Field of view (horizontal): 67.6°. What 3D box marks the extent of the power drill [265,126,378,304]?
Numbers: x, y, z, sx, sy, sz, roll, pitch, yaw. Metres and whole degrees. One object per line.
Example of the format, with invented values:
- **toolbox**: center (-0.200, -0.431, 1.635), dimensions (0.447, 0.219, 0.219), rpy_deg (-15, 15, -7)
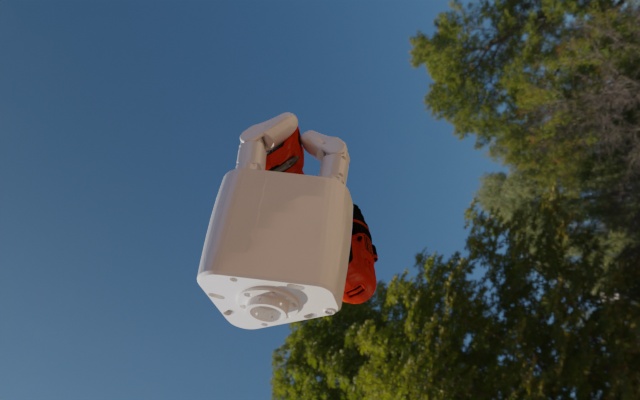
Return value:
- **power drill**: center (0.000, 0.002, 0.541), dimensions (0.057, 0.188, 0.184), rpy_deg (-32, 23, 13)
